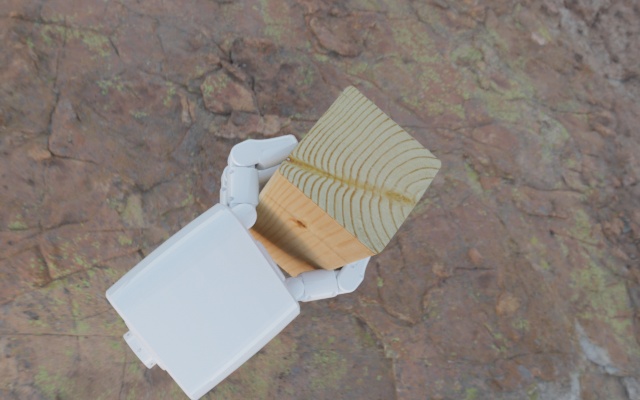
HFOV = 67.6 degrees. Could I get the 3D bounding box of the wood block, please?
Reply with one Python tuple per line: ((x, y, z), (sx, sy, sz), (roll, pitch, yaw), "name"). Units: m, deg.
((0.000, 0.002, 0.420), (0.091, 0.090, 0.206), (40, -22, -5), "wood block")
